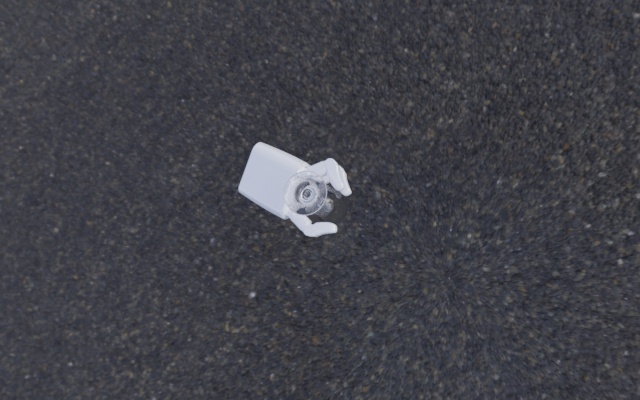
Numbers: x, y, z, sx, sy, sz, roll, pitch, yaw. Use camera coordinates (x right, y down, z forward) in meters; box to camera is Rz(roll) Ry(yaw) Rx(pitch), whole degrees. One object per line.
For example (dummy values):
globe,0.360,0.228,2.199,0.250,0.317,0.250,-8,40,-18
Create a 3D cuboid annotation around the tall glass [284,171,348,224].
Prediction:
tall glass,0.000,0.003,0.873,0.079,0.079,0.201,0,-9,15
